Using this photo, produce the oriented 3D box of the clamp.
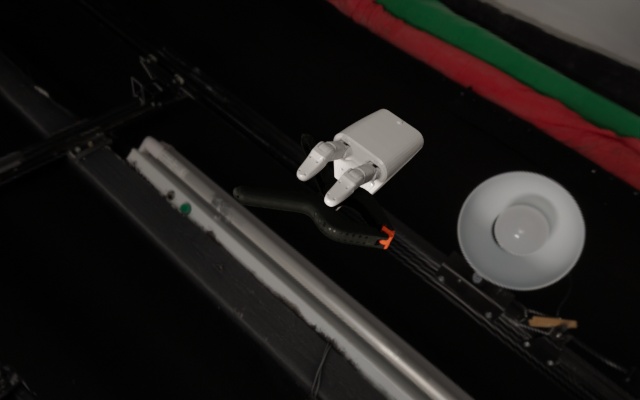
[{"bbox_3d":[0.001,0.003,0.642,0.210,0.036,0.164,39,54,19],"label":"clamp"}]
